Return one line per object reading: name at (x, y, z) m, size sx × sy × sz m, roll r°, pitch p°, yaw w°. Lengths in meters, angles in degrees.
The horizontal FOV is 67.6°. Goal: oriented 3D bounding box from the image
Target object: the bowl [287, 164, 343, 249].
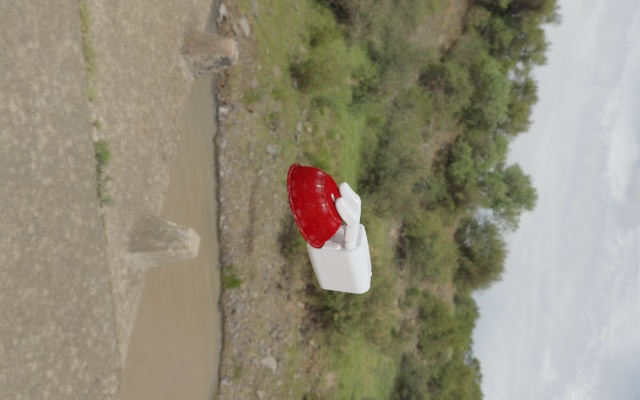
bowl at (0.000, 0.002, 0.859) m, size 0.055 × 0.162 × 0.162 m, roll -17°, pitch -6°, yaw 19°
